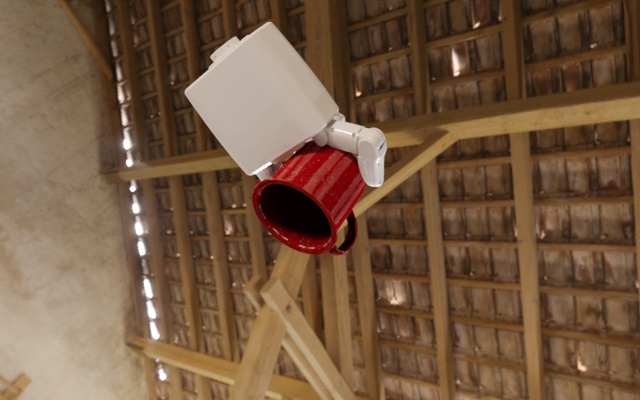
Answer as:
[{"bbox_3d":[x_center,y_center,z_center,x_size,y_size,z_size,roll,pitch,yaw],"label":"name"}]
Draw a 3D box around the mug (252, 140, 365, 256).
[{"bbox_3d":[0.001,0.003,0.479,0.093,0.117,0.081,-18,26,46],"label":"mug"}]
